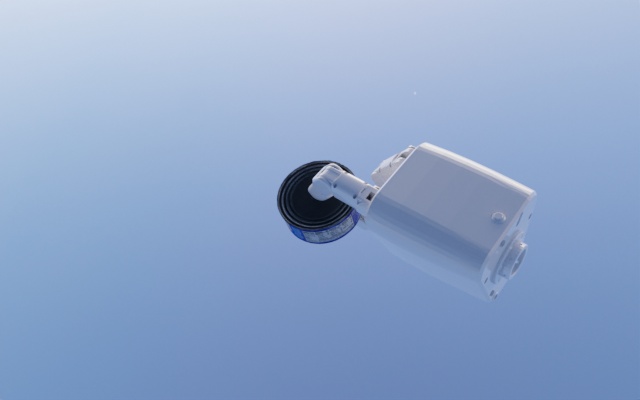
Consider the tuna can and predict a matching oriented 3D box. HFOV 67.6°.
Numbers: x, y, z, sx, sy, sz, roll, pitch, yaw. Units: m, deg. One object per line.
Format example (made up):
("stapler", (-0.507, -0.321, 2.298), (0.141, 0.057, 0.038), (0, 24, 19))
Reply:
("tuna can", (0.000, 0.002, 0.499), (0.086, 0.086, 0.034), (0, -33, 15))
